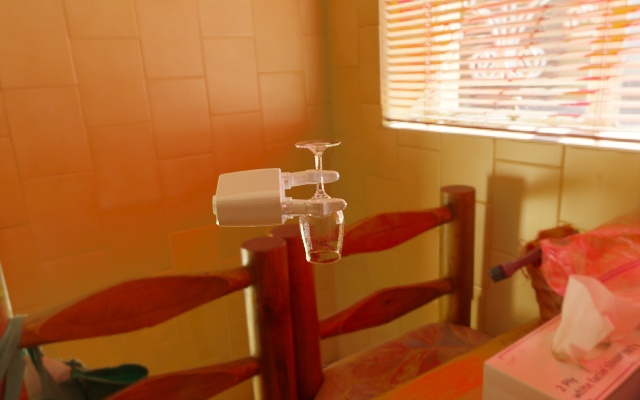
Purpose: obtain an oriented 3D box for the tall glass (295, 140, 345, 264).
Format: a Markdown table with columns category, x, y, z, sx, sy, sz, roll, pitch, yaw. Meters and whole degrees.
| category | x | y | z | sx | sy | sz | roll | pitch | yaw |
| --- | --- | --- | --- | --- | --- | --- | --- | --- | --- |
| tall glass | 0.000 | 0.002 | 0.802 | 0.079 | 0.201 | 0.079 | -3 | 15 | 1 |
